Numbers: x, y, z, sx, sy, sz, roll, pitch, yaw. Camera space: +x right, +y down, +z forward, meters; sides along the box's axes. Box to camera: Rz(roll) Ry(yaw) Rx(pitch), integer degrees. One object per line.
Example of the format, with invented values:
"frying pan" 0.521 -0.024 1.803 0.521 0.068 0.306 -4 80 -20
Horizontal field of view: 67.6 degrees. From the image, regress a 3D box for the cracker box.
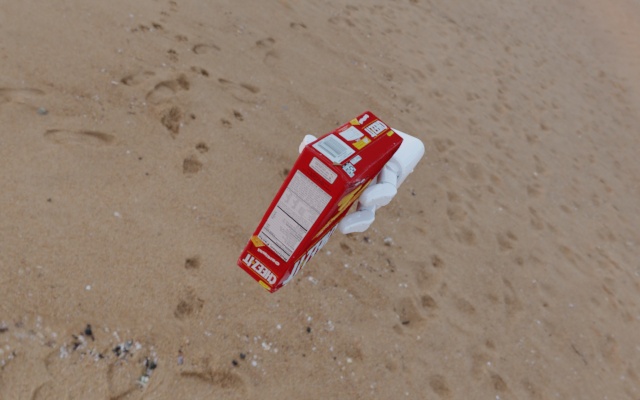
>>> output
"cracker box" 0.000 0.002 0.617 0.072 0.214 0.164 40 37 9
